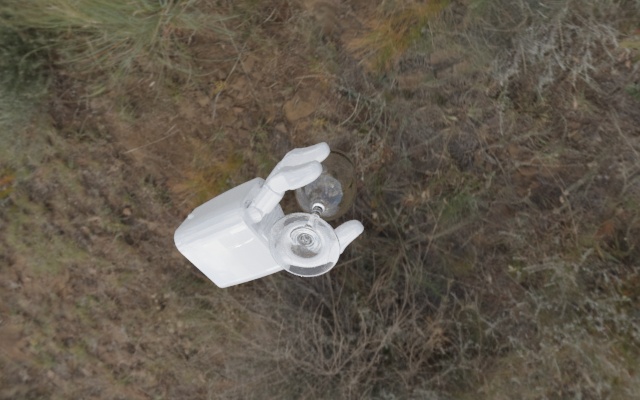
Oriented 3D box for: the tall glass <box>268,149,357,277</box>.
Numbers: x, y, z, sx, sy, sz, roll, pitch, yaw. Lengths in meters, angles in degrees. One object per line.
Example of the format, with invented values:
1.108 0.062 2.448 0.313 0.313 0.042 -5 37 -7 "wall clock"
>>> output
0.000 0.002 0.564 0.079 0.079 0.201 0 26 12 "tall glass"
